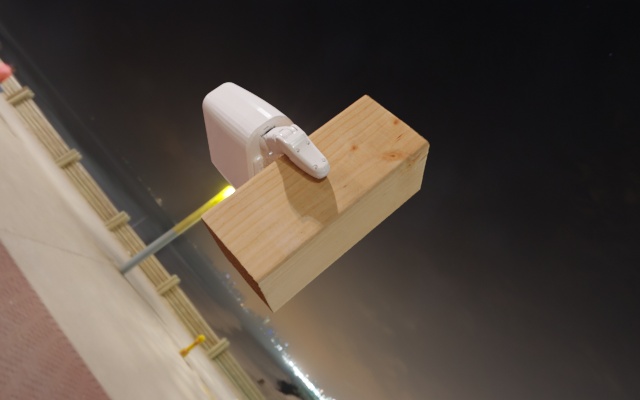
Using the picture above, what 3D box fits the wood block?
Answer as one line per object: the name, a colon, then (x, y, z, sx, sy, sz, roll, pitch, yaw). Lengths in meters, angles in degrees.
wood block: (0.000, 0.001, 0.476, 0.206, 0.090, 0.091, -39, -26, -16)
